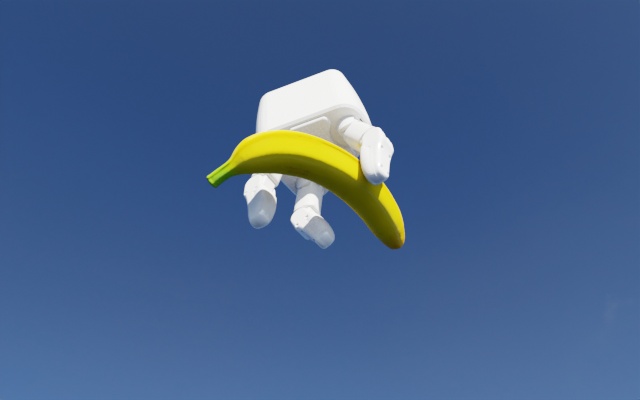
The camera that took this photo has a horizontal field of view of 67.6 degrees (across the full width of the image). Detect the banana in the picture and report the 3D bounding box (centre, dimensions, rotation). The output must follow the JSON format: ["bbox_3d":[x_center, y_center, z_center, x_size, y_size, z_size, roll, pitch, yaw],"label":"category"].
[{"bbox_3d":[0.006,-0.015,0.419,0.198,0.070,0.037,21,23,-23],"label":"banana"}]
